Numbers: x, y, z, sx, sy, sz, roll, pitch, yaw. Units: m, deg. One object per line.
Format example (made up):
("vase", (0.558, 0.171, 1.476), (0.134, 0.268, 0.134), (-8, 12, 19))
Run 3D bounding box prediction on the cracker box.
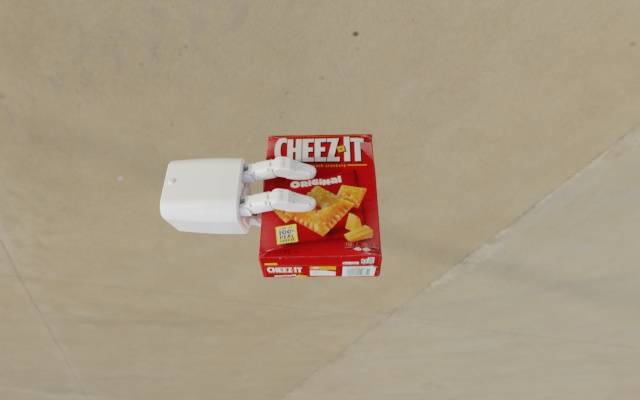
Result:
("cracker box", (0.000, 0.003, 0.695), (0.164, 0.213, 0.072), (0, -33, 1))
